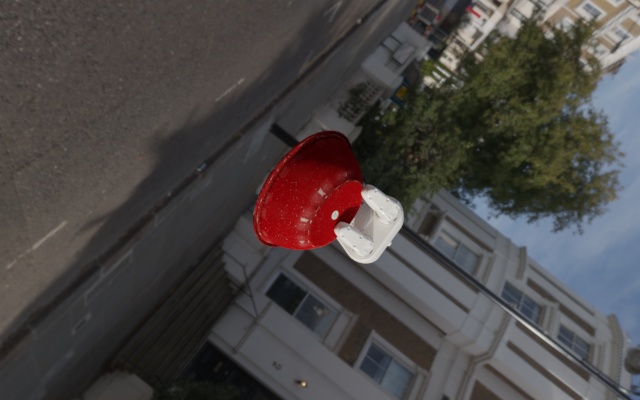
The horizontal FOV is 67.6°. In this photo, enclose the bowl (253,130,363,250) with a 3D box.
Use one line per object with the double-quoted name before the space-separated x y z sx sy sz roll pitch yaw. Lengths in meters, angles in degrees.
"bowl" 0.000 0.002 0.557 0.055 0.162 0.162 37 20 29
